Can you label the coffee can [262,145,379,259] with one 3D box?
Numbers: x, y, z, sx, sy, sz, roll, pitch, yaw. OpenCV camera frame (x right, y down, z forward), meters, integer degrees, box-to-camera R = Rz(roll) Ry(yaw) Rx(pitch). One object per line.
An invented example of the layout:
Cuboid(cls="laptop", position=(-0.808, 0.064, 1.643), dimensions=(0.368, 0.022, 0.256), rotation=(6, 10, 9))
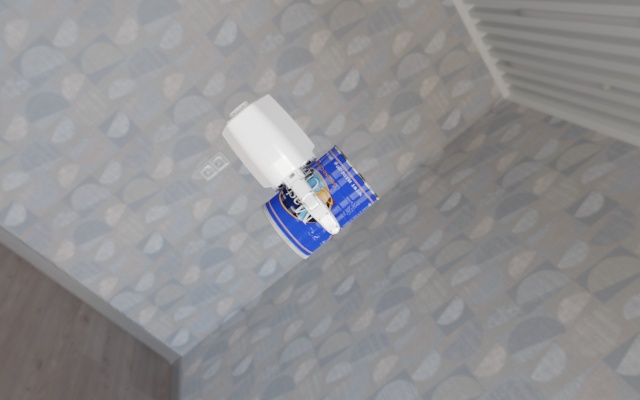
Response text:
Cuboid(cls="coffee can", position=(0.000, 0.003, 0.701), dimensions=(0.140, 0.103, 0.103), rotation=(-39, -4, 4))
